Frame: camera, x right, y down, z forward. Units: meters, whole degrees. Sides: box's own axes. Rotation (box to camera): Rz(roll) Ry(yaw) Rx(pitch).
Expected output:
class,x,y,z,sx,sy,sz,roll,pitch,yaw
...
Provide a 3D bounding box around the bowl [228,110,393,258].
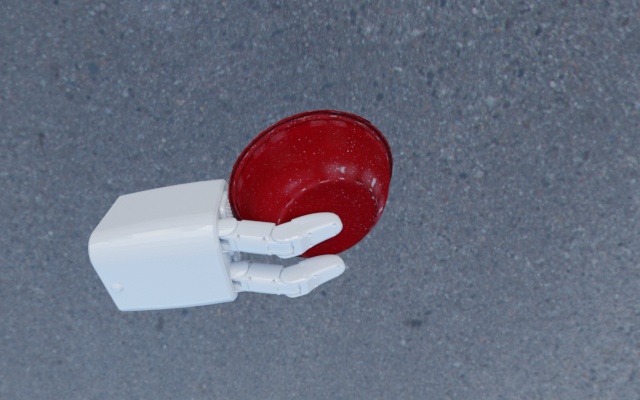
class,x,y,z,sx,sy,sz,roll,pitch,yaw
bowl,0.001,0.001,0.435,0.162,0.162,0.055,0,39,-21
